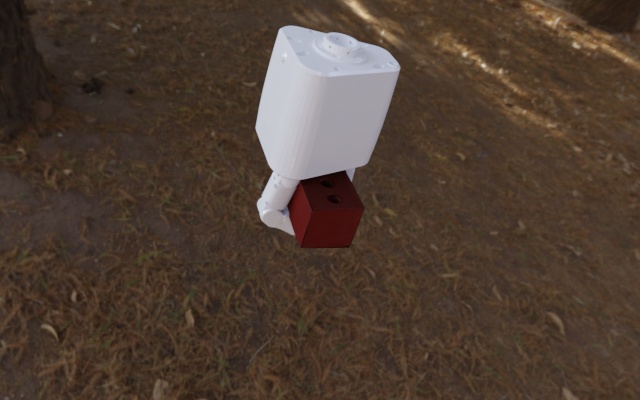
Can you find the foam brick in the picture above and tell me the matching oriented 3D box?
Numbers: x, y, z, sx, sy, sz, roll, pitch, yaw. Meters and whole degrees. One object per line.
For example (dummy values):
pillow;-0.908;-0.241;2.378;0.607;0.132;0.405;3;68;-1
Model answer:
foam brick;0.000;0.002;0.465;0.053;0.051;0.078;0;42;-23
